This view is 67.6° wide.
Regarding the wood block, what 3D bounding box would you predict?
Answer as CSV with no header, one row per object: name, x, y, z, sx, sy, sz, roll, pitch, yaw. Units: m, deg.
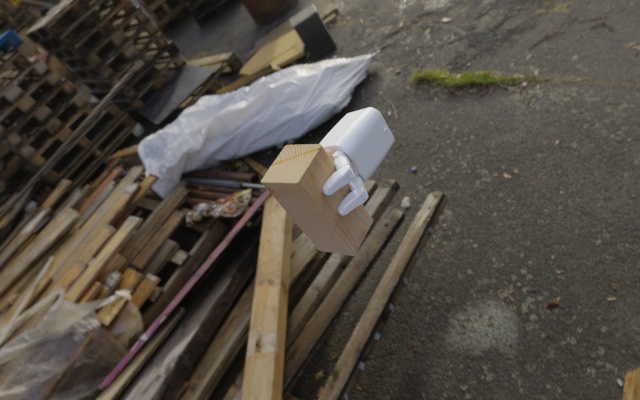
wood block,0.000,0.002,0.862,0.091,0.090,0.206,5,-36,42
